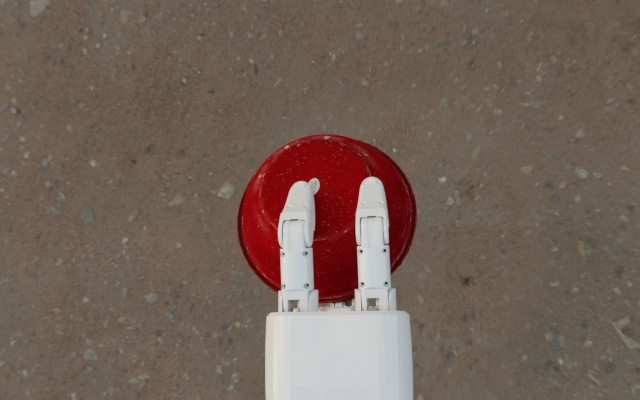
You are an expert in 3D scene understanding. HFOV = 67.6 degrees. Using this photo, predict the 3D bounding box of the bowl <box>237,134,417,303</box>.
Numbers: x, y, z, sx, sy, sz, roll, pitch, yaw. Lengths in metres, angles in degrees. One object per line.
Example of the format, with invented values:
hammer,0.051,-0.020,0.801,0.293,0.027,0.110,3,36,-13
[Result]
bowl,0.000,0.000,0.404,0.162,0.162,0.055,0,-25,10
